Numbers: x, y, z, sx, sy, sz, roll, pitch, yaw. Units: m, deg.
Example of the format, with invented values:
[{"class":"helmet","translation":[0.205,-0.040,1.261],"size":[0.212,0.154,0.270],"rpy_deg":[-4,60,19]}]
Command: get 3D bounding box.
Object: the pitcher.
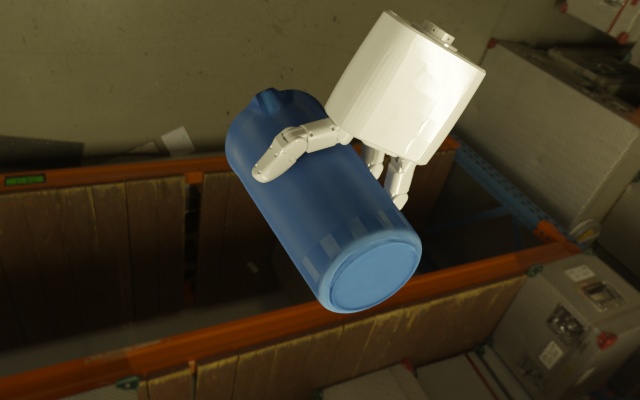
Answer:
[{"class":"pitcher","translation":[0.000,0.002,0.512],"size":[0.149,0.145,0.242],"rpy_deg":[12,31,-39]}]
